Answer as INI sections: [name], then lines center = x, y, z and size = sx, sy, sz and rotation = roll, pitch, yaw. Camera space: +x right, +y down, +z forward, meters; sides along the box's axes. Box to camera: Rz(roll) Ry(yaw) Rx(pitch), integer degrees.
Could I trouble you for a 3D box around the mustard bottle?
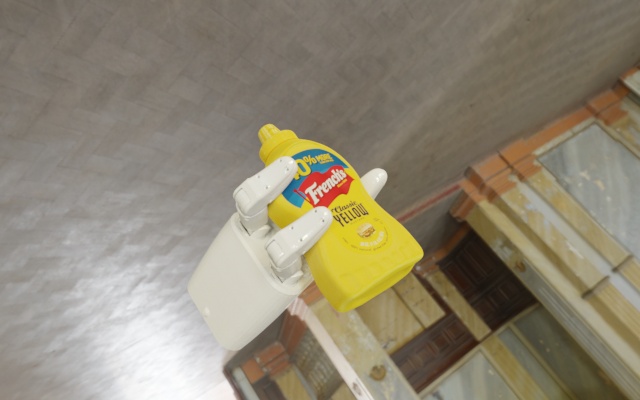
[mustard bottle]
center = 0.000, 0.001, 0.439
size = 0.096, 0.191, 0.058
rotation = -24, -25, -32
